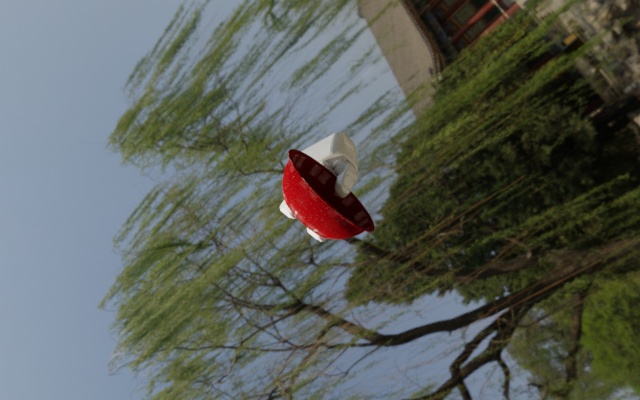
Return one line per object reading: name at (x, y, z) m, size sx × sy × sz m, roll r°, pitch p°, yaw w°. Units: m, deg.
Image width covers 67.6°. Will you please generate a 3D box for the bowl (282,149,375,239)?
bowl at (0.000, 0.003, 0.670) m, size 0.162 × 0.055 × 0.162 m, roll 40°, pitch 14°, yaw -13°
